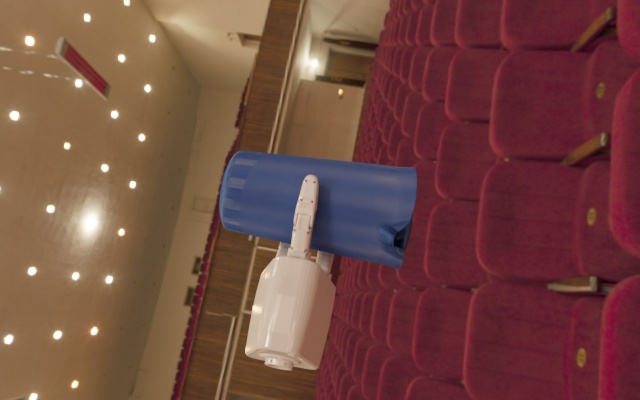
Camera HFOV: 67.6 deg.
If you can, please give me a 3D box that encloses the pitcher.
[{"bbox_3d":[0.000,0.002,0.637,0.243,0.145,0.149,10,-25,3],"label":"pitcher"}]
